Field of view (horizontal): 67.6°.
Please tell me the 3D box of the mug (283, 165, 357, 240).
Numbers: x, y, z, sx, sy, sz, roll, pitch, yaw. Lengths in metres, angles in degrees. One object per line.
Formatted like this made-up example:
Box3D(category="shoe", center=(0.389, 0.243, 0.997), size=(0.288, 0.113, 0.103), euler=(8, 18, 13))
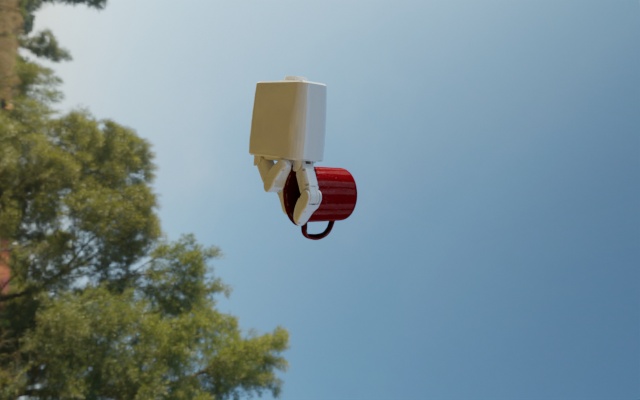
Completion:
Box3D(category="mug", center=(0.000, 0.004, 0.718), size=(0.081, 0.117, 0.093), euler=(-1, 9, -33))
